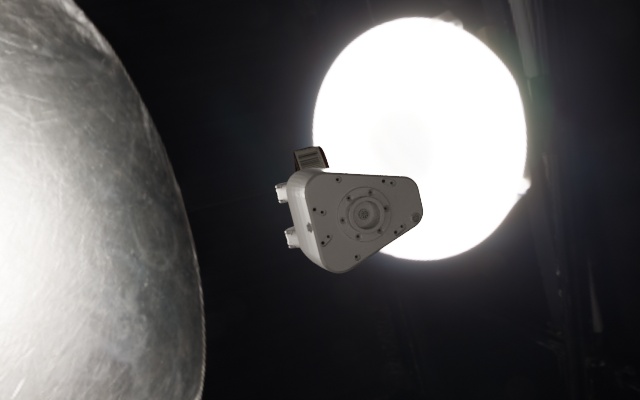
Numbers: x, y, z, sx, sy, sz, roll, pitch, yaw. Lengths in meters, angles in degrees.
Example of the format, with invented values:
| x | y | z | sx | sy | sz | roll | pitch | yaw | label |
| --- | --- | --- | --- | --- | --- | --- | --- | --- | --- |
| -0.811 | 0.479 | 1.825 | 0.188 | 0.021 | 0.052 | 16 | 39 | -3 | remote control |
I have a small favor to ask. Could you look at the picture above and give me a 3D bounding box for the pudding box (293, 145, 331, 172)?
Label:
| x | y | z | sx | sy | sz | roll | pitch | yaw | label |
| --- | --- | --- | --- | --- | --- | --- | --- | --- | --- |
| 0.000 | 0.002 | 0.591 | 0.039 | 0.113 | 0.090 | -14 | -23 | -7 | pudding box |
